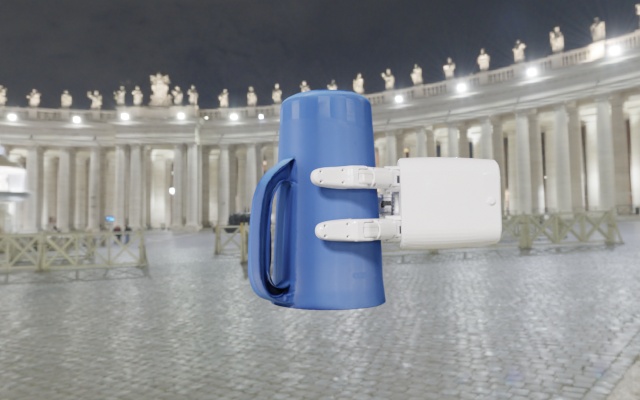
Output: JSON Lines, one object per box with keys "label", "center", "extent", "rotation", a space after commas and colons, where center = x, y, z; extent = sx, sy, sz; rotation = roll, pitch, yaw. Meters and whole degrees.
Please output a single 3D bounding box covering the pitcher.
{"label": "pitcher", "center": [0.000, 0.002, 0.550], "extent": [0.145, 0.243, 0.149], "rotation": [-1, -3, 3]}
